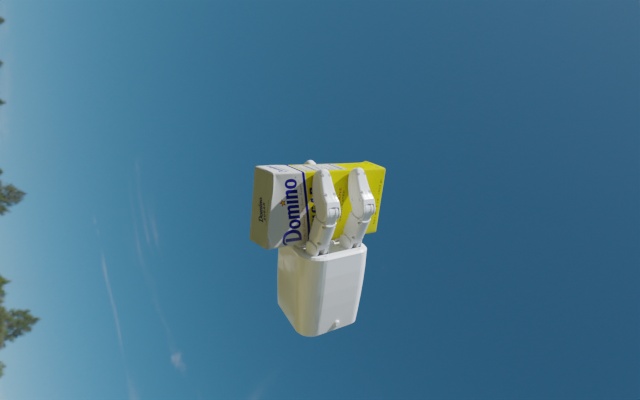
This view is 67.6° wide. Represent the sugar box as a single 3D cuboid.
[{"bbox_3d":[0.001,0.002,0.595,0.176,0.093,0.048,-8,21,-40],"label":"sugar box"}]
